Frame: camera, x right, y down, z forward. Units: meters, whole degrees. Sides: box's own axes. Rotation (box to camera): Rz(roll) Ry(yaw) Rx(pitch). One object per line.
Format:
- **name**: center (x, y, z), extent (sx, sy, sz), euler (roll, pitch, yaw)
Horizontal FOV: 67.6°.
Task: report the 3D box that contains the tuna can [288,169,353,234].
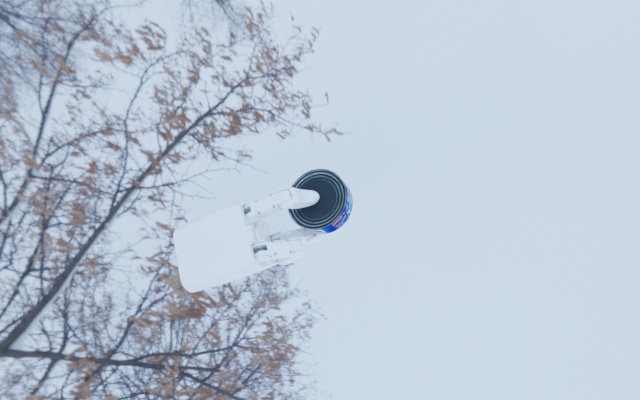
- **tuna can**: center (0.000, 0.002, 0.653), extent (0.086, 0.086, 0.034), euler (0, -17, 23)
